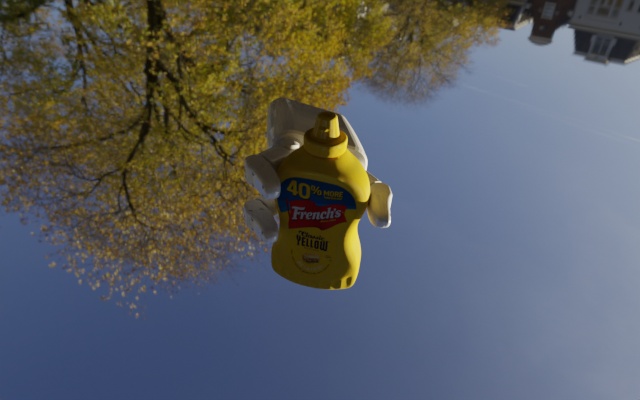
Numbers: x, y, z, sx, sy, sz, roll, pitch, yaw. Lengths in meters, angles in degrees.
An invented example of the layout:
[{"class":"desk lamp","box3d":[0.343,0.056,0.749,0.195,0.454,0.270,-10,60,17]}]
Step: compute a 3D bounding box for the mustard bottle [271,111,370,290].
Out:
[{"class":"mustard bottle","box3d":[0.000,0.002,0.483,0.096,0.192,0.058,12,35,11]}]
